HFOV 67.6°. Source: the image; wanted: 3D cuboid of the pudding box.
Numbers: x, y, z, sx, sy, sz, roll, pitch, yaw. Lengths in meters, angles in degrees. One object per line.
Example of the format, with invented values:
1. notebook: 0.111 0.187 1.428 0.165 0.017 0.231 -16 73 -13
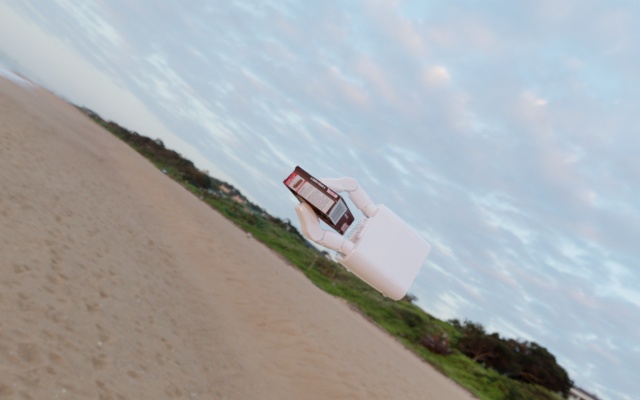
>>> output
1. pudding box: 0.000 0.002 0.727 0.090 0.039 0.113 35 -9 22
